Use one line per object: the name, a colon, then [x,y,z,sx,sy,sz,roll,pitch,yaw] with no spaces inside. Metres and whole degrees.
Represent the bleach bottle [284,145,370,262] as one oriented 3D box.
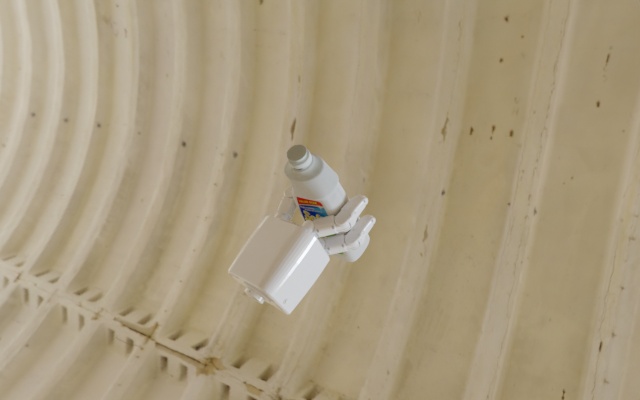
bleach bottle: [0.000,0.002,0.727,0.102,0.068,0.251,24,-22,32]
